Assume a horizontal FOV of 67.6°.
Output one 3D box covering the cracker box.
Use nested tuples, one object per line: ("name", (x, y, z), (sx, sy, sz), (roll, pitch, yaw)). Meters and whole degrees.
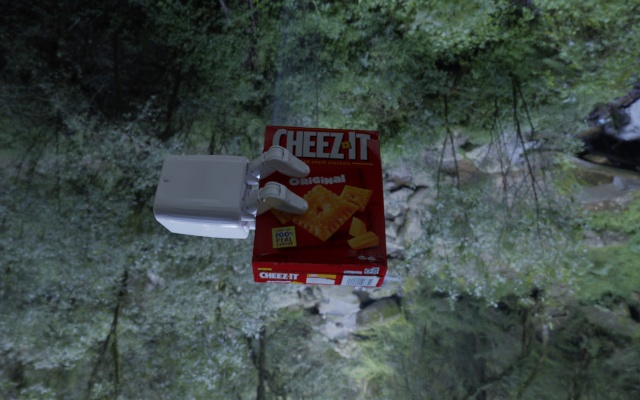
("cracker box", (0.000, 0.002, 0.634), (0.164, 0.213, 0.072), (3, -32, -2))
